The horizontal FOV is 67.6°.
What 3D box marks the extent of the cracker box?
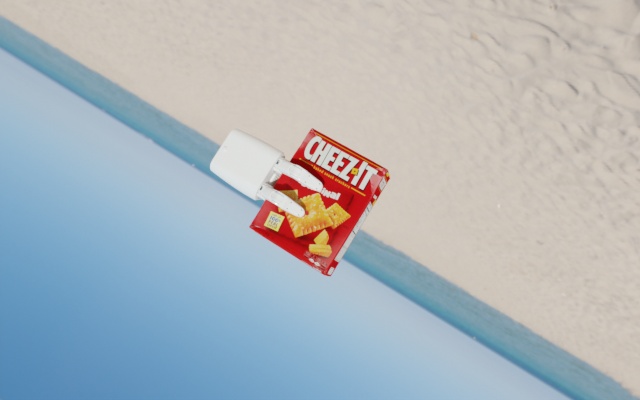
[{"bbox_3d":[0.000,0.003,0.855,0.164,0.213,0.072,31,-5,14],"label":"cracker box"}]
